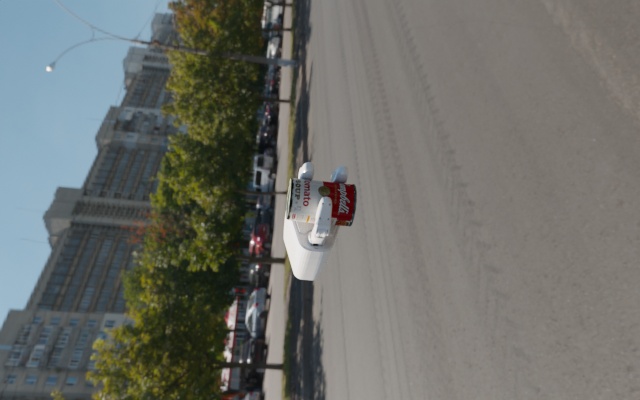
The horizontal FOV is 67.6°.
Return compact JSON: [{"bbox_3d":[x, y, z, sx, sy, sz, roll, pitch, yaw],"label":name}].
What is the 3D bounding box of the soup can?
[{"bbox_3d":[0.000,0.002,0.750,0.102,0.068,0.068,6,-1,-7],"label":"soup can"}]
